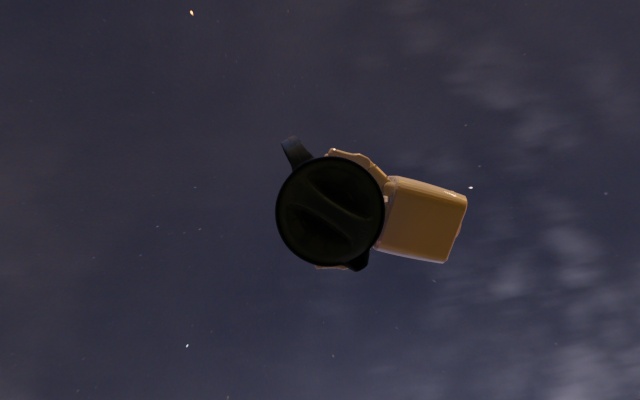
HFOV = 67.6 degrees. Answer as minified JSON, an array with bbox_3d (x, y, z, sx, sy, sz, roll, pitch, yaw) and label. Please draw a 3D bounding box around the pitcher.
[{"bbox_3d":[0.000,0.002,0.683,0.145,0.149,0.243,14,0,-4],"label":"pitcher"}]
